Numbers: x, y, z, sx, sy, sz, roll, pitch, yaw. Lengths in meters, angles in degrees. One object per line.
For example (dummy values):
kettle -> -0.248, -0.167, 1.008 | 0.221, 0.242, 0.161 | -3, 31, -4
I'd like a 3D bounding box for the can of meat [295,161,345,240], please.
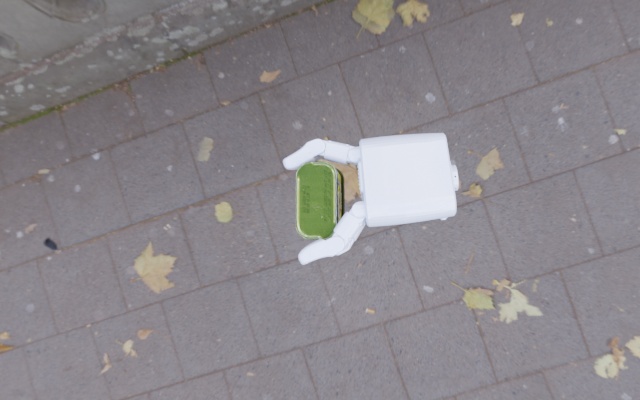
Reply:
can of meat -> 0.000, 0.002, 0.621 | 0.057, 0.102, 0.084 | -1, -3, 7
